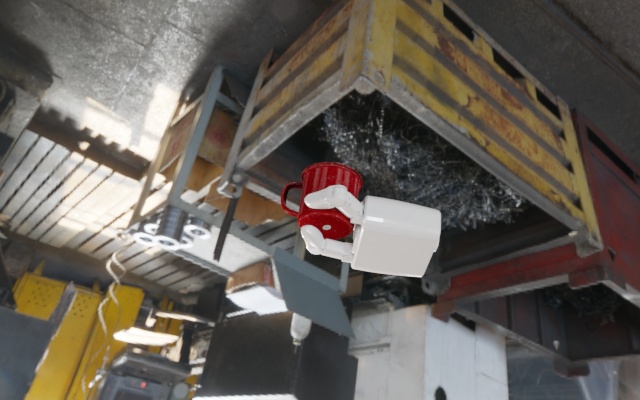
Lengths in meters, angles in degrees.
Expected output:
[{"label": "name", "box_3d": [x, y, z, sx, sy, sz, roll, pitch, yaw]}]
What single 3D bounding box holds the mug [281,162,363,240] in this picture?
[{"label": "mug", "box_3d": [-0.001, 0.002, 0.692, 0.117, 0.081, 0.093, 8, -31, 1]}]
